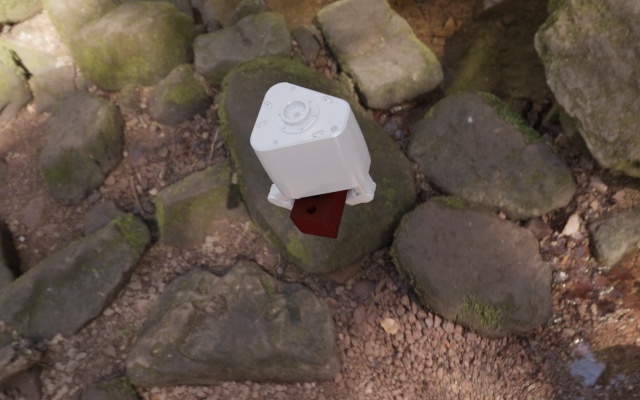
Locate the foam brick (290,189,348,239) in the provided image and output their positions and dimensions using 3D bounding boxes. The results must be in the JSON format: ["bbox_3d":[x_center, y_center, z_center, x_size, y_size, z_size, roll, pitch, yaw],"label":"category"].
[{"bbox_3d":[0.000,0.002,0.624,0.053,0.078,0.051,6,-25,20],"label":"foam brick"}]
